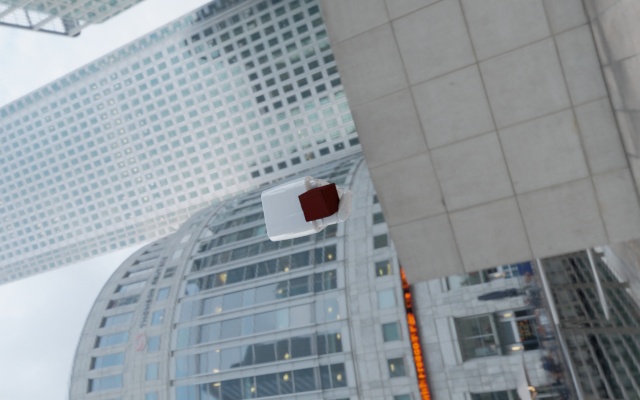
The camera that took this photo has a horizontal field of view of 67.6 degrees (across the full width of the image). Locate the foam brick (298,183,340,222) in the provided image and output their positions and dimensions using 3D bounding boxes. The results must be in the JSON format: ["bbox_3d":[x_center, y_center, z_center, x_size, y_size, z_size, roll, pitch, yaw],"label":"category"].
[{"bbox_3d":[0.000,0.003,0.894,0.051,0.053,0.078,-15,6,21],"label":"foam brick"}]
